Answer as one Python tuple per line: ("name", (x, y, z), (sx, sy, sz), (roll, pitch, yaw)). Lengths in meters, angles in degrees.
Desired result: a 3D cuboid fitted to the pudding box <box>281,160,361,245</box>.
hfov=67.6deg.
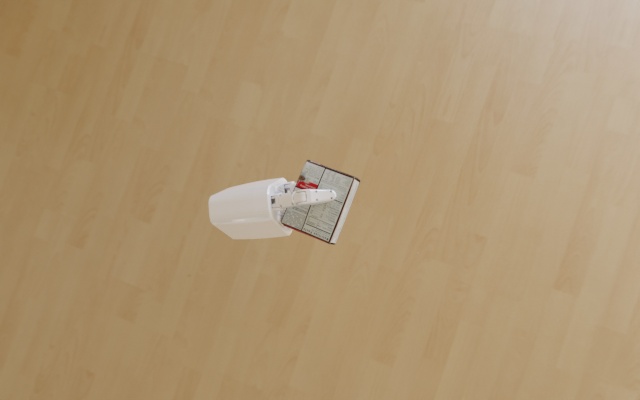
("pudding box", (0.000, 0.002, 0.754), (0.090, 0.113, 0.039), (22, 1, 18))
